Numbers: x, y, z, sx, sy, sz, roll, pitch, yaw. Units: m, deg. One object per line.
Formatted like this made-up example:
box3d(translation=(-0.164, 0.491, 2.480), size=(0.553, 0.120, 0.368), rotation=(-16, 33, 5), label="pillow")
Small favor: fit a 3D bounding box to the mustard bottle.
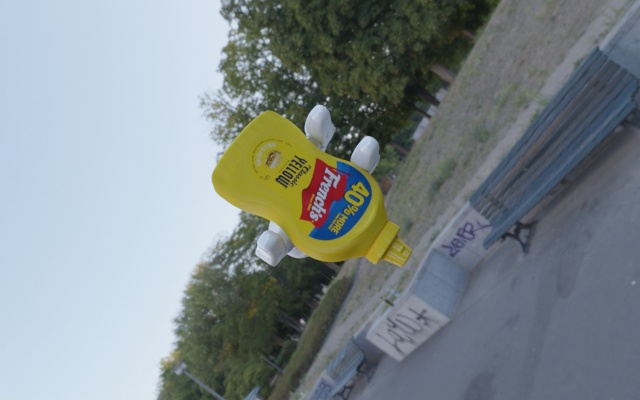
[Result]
box3d(translation=(0.000, 0.001, 0.448), size=(0.191, 0.096, 0.058), rotation=(34, -21, 9), label="mustard bottle")
